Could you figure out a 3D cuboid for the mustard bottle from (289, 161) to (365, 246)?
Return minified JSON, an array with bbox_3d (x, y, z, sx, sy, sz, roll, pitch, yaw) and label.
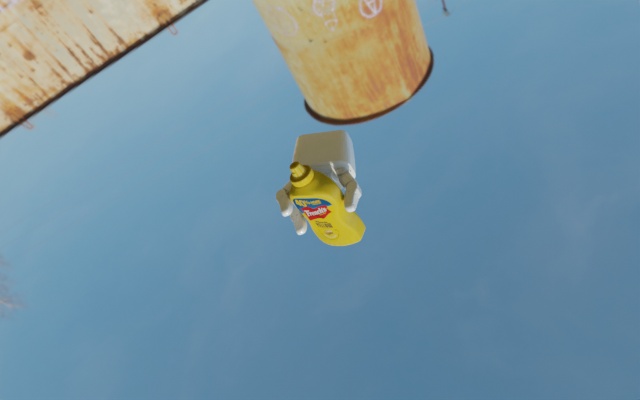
[{"bbox_3d":[0.000,0.003,0.840,0.096,0.058,0.192,0,-40,36],"label":"mustard bottle"}]
